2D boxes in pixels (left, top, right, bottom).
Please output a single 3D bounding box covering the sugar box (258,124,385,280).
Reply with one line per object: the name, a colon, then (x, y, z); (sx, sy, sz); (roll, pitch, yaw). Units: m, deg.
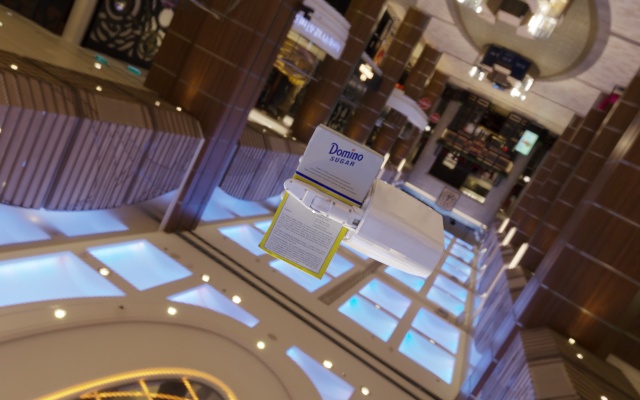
sugar box: (0.000, 0.002, 0.606); (0.093, 0.176, 0.048); (27, 11, -2)
